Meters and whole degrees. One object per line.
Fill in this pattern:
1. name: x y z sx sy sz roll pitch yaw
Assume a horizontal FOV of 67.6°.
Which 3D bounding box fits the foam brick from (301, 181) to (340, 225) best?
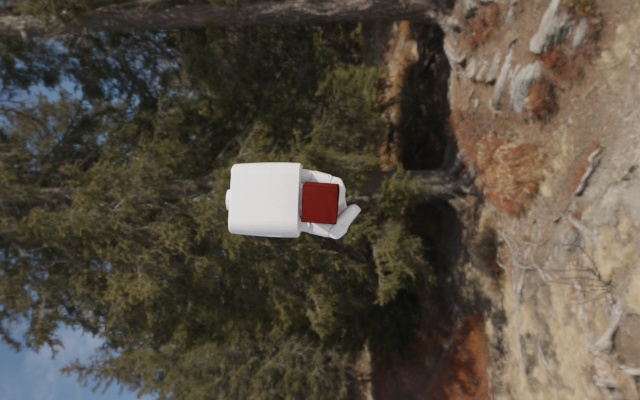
1. foam brick: 0.000 0.002 0.688 0.051 0.053 0.078 4 6 1
